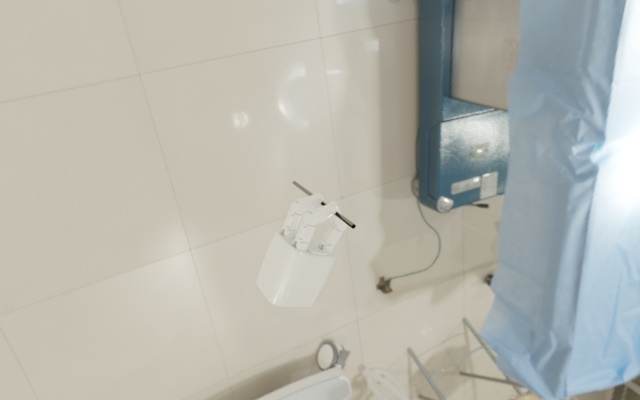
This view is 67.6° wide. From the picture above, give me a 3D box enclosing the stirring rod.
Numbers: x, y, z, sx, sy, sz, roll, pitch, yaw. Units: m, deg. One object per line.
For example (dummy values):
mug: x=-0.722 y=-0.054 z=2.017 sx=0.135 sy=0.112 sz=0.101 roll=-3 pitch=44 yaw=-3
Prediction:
stirring rod: x=0.000 y=0.003 z=0.869 sx=0.011 sy=0.011 sz=0.239 roll=0 pitch=19 yaw=-28
